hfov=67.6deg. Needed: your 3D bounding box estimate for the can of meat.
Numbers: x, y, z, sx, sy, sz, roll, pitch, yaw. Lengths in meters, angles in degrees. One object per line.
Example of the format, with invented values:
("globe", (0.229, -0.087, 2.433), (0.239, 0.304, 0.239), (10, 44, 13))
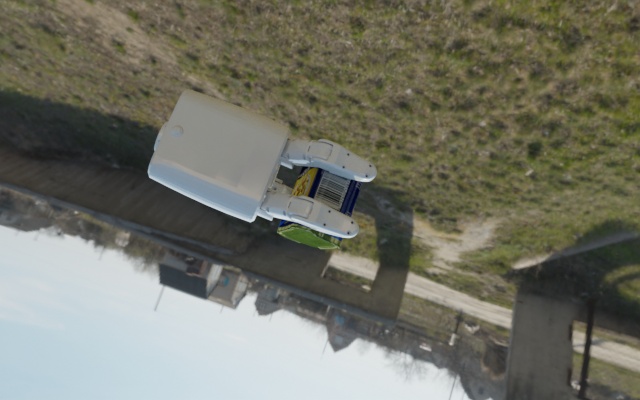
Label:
("can of meat", (0.000, 0.002, 0.486), (0.057, 0.084, 0.102), (24, -13, -12))
